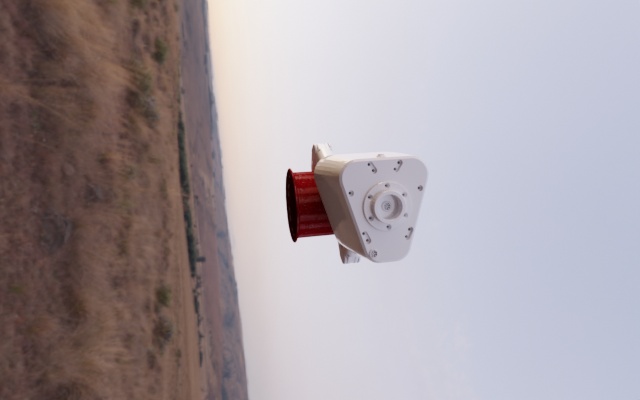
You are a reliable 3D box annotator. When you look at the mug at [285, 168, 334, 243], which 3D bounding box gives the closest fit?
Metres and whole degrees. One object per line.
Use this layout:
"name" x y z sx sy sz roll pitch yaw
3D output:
"mug" 0.000 0.002 0.614 0.081 0.093 0.117 -4 8 -11
